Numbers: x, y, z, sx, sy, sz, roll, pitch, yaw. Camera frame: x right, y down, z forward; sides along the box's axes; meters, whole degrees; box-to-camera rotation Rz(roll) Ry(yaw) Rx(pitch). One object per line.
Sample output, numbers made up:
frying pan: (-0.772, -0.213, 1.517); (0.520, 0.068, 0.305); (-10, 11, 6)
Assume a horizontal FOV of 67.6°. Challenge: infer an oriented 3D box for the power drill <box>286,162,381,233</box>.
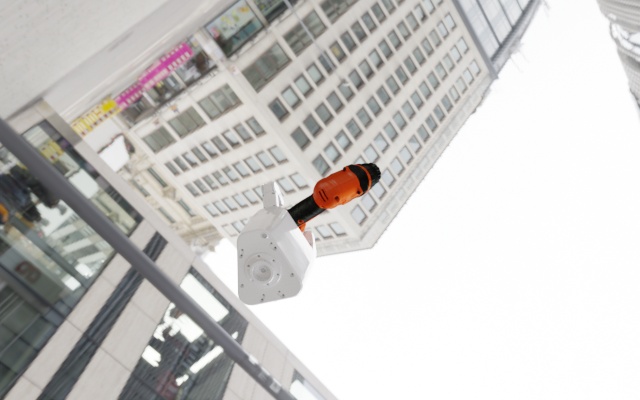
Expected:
power drill: (0.000, 0.003, 0.783); (0.188, 0.057, 0.184); (-35, -7, 32)
